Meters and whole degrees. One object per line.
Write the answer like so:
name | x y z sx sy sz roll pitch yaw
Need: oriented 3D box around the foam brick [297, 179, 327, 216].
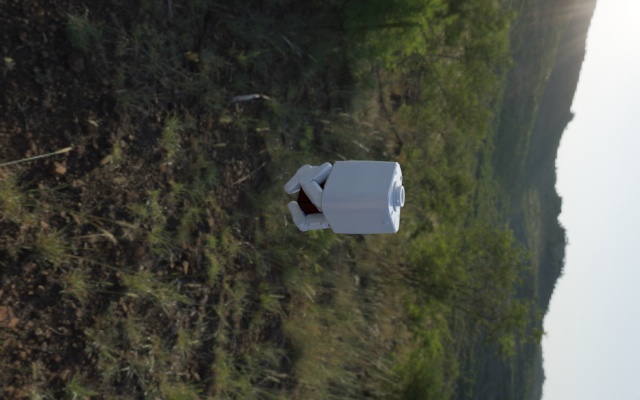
foam brick | 0.000 0.003 0.815 0.051 0.053 0.078 0 -32 20
